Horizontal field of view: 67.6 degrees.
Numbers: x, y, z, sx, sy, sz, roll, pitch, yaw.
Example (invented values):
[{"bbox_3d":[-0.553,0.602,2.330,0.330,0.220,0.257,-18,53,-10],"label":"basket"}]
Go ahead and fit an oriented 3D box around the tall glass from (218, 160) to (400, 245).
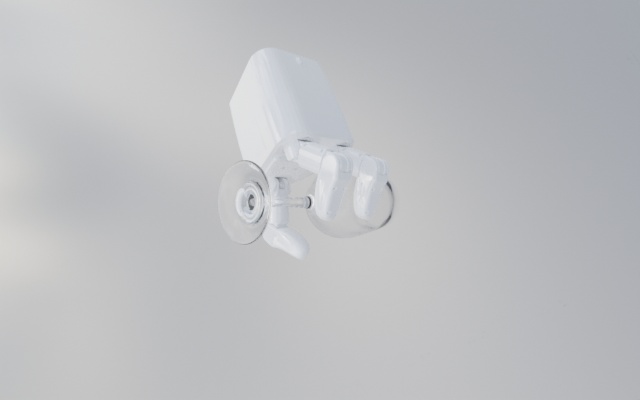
[{"bbox_3d":[0.000,0.002,0.489,0.079,0.079,0.201,0,0,43],"label":"tall glass"}]
